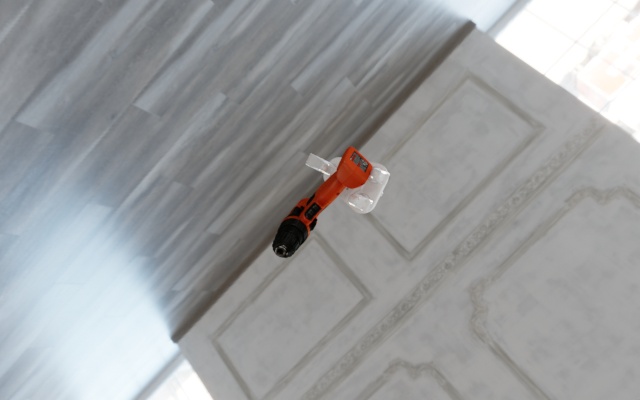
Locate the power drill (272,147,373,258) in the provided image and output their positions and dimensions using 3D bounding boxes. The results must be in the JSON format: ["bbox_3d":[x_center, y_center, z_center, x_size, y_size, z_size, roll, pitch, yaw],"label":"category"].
[{"bbox_3d":[0.001,0.002,0.807,0.188,0.057,0.184,-44,8,25],"label":"power drill"}]
